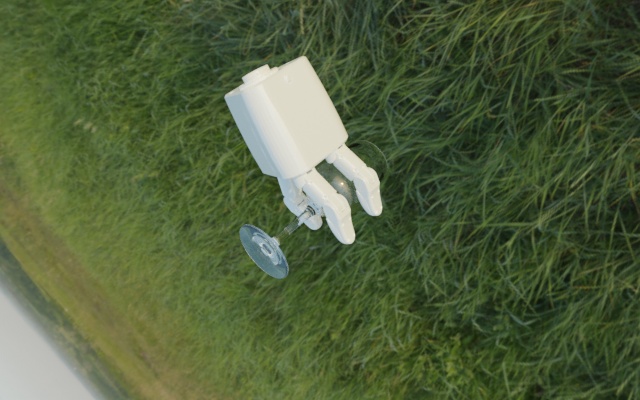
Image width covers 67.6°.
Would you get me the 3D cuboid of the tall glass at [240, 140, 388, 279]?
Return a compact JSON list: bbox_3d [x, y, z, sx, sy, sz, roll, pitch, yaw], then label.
[{"bbox_3d":[0.000,0.002,0.579,0.201,0.079,0.079,-41,25,-32],"label":"tall glass"}]
